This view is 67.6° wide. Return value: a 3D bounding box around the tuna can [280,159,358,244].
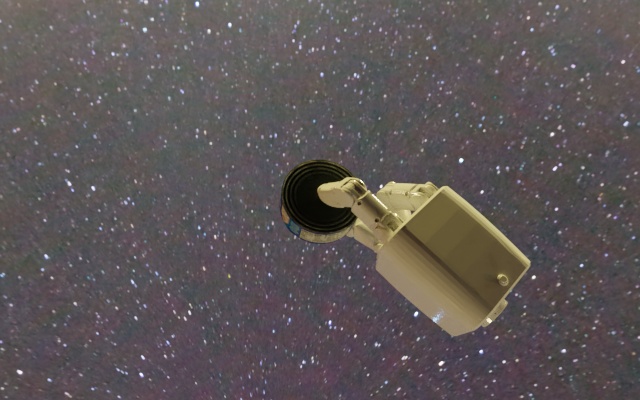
[{"bbox_3d":[0.000,0.002,0.504,0.086,0.086,0.034,0,-27,-10],"label":"tuna can"}]
